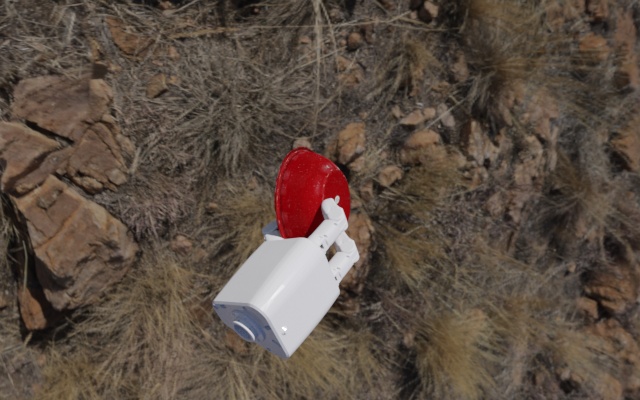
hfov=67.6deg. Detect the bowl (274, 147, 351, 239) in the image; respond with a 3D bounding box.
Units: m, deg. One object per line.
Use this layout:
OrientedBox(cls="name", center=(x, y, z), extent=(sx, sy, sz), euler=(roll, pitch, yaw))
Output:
OrientedBox(cls="bowl", center=(0.001, 0.001, 0.682), extent=(0.055, 0.162, 0.162), euler=(-2, -1, 27))
